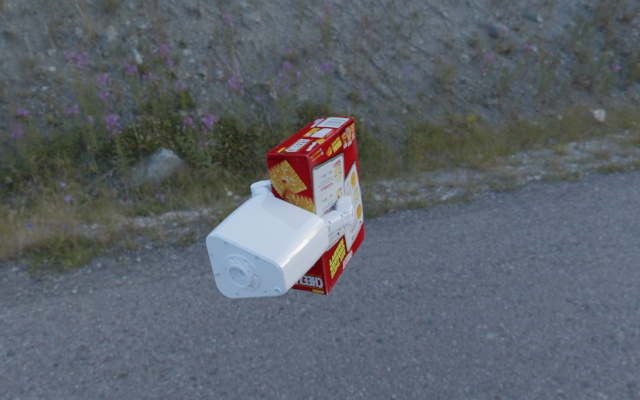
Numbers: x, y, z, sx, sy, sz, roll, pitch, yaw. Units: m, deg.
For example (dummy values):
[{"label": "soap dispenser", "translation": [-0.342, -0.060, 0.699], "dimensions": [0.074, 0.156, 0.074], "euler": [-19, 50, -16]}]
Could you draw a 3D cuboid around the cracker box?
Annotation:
[{"label": "cracker box", "translation": [0.000, 0.002, 0.705], "dimensions": [0.072, 0.214, 0.164], "euler": [6, 29, 24]}]
